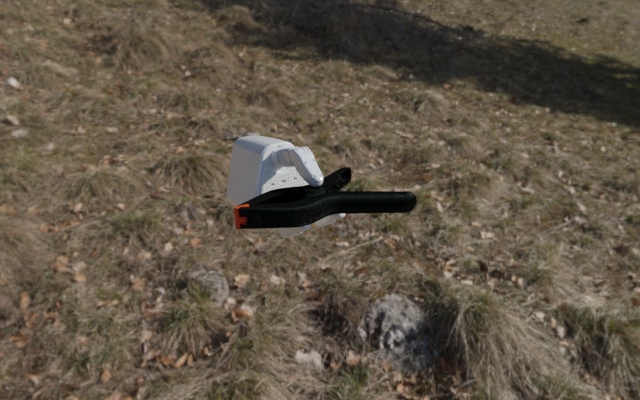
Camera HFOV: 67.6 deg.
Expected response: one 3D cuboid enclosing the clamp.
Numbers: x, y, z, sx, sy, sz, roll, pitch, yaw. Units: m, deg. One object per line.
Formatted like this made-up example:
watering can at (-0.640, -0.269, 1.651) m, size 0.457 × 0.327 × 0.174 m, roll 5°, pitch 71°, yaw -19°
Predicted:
clamp at (-0.001, 0.001, 0.586) m, size 0.210 × 0.036 × 0.164 m, roll -15°, pitch 21°, yaw -31°
